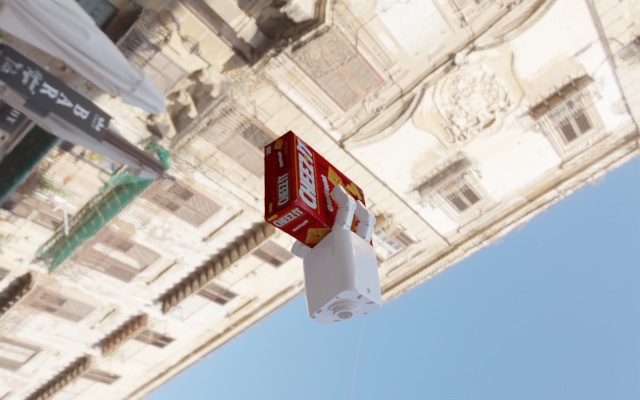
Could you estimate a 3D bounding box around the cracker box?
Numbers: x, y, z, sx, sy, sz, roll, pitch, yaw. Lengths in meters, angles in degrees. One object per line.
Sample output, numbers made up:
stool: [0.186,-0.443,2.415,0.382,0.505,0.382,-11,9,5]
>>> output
cracker box: [0.000,0.003,0.822,0.072,0.164,0.214,-30,-46,26]
